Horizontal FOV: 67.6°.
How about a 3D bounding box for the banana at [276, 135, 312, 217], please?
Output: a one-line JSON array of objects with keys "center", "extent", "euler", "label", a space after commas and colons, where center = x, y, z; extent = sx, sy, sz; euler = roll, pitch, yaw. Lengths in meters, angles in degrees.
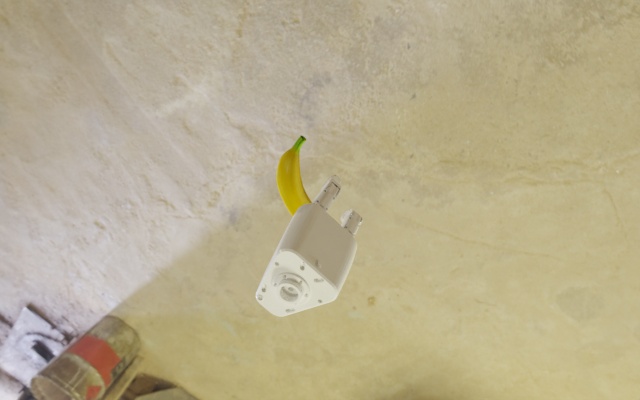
[{"center": [-0.018, 0.005, 0.722], "extent": [0.069, 0.198, 0.037], "euler": [-17, 21, 20], "label": "banana"}]
